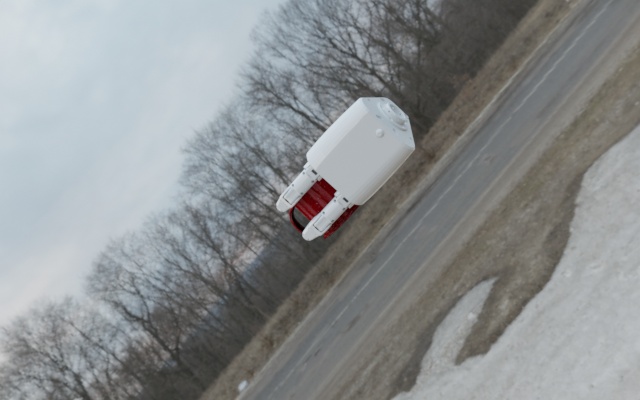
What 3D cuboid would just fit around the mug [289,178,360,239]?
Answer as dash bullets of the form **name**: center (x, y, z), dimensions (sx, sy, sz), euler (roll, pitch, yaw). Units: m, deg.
- **mug**: center (-0.001, 0.003, 0.700), dimensions (0.117, 0.081, 0.093), euler (-45, 3, 27)
